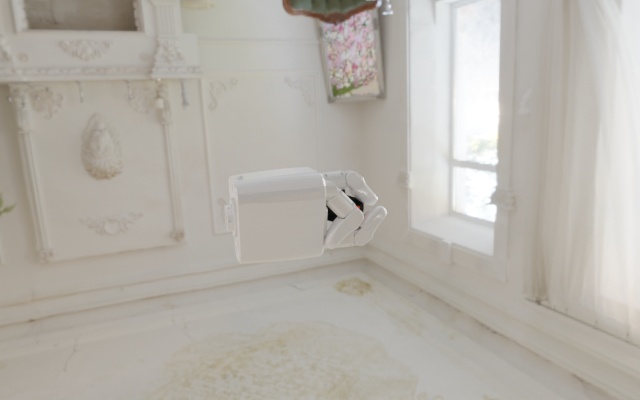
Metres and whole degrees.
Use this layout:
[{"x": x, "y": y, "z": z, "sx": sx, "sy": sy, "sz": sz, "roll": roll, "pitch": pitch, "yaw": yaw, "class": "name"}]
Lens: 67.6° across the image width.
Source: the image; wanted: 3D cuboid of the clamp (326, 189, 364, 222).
[{"x": 0.000, "y": 0.003, "z": 0.686, "sx": 0.120, "sy": 0.039, "sz": 0.171, "roll": -5, "pitch": 12, "yaw": -15, "class": "clamp"}]
